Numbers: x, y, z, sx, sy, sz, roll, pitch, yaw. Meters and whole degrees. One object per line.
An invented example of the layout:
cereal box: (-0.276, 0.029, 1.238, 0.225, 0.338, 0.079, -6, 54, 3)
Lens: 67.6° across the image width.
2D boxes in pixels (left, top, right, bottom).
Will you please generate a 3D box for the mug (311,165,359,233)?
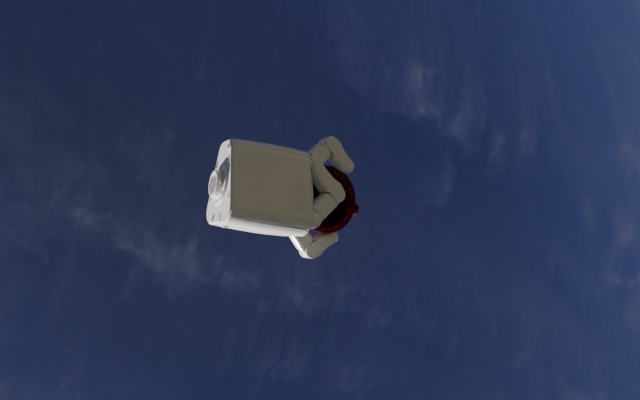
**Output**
mug: (0.001, 0.002, 0.693, 0.117, 0.093, 0.081, 11, -9, -30)
